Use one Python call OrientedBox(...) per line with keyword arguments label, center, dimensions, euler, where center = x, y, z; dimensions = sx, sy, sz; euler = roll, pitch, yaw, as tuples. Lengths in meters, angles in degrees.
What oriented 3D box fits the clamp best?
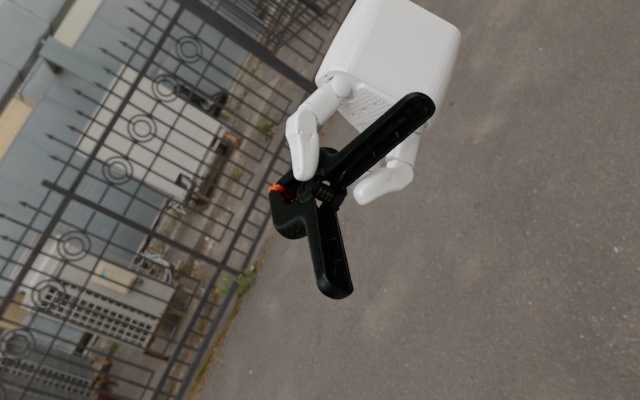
OrientedBox(label="clamp", center=(-0.001, 0.001, 0.415), dimensions=(0.036, 0.164, 0.210), euler=(32, -20, -23))
